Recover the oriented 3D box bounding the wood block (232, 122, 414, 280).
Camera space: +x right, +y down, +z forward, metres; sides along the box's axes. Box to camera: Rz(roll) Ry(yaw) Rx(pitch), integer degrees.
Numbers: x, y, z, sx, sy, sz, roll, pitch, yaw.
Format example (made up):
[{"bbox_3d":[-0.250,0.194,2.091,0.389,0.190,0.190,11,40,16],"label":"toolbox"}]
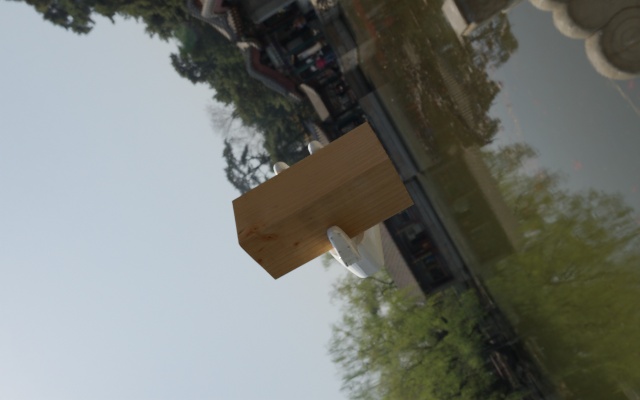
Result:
[{"bbox_3d":[0.000,0.003,0.615,0.206,0.090,0.090,-30,-49,8],"label":"wood block"}]
